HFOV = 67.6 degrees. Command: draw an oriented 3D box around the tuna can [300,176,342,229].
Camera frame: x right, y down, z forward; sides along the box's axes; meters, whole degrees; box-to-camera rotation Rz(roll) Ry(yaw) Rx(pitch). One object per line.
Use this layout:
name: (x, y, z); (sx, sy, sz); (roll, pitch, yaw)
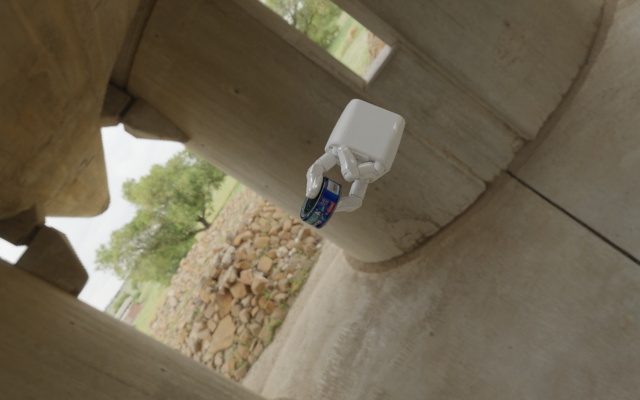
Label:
tuna can: (0.000, 0.002, 0.809); (0.034, 0.086, 0.086); (28, -8, -15)
